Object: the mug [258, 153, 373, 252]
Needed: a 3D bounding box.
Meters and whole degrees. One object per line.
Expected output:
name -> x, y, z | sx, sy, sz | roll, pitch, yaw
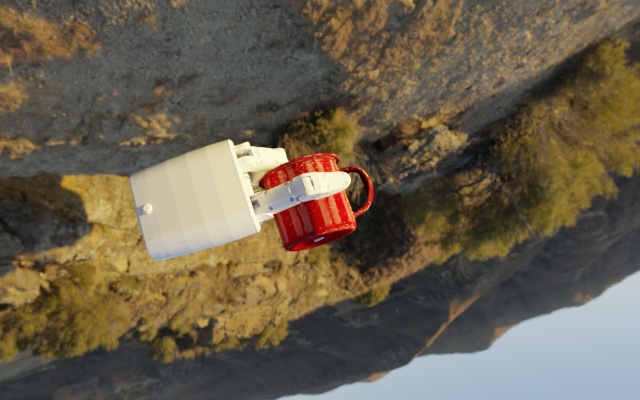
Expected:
mug -> 0.002, 0.001, 0.518 | 0.117, 0.081, 0.093 | -18, -13, -3
